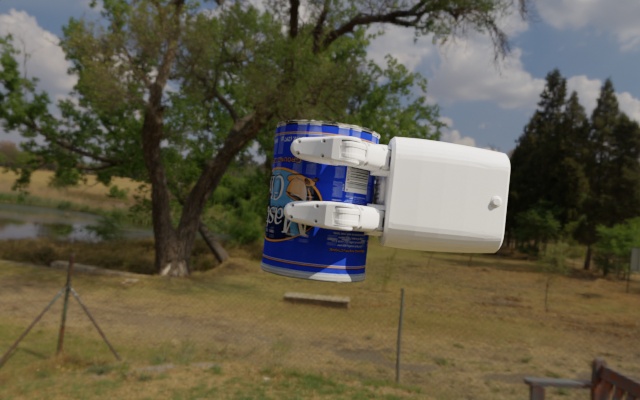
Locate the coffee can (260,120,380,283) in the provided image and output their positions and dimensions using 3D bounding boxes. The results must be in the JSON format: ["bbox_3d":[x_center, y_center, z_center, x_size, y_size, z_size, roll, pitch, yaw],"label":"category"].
[{"bbox_3d":[0.000,0.002,0.466,0.103,0.140,0.103,6,-1,0],"label":"coffee can"}]
